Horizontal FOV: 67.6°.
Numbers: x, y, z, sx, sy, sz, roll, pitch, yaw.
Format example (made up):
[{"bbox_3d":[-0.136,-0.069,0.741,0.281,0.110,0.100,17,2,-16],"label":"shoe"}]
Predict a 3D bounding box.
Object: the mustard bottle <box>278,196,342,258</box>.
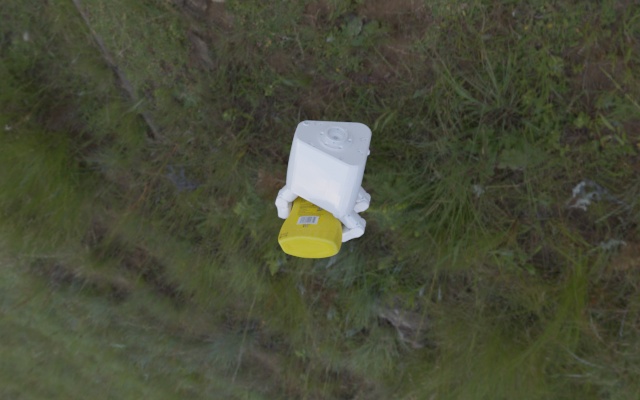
[{"bbox_3d":[0.000,0.003,0.789,0.096,0.191,0.058,-2,-43,21],"label":"mustard bottle"}]
